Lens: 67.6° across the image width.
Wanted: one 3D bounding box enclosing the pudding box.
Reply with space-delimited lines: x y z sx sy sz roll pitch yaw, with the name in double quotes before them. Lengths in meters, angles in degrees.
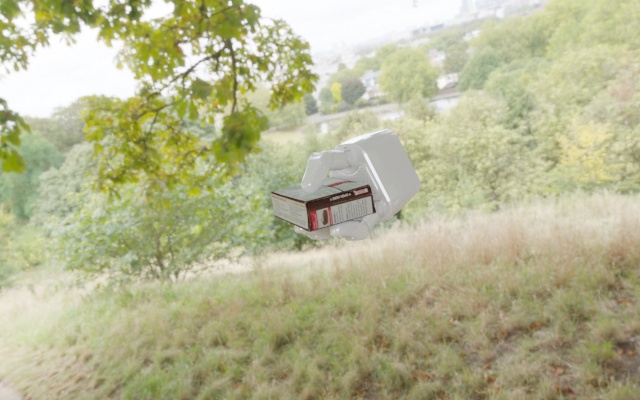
"pudding box" 0.000 0.002 0.587 0.090 0.039 0.113 -16 12 -23
